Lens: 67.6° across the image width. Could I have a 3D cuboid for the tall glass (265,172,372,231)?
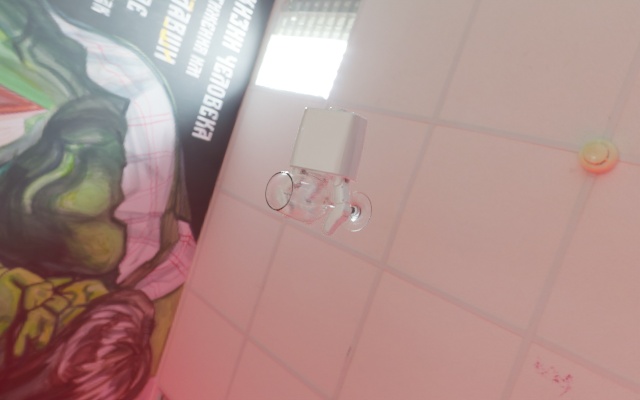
[{"bbox_3d":[0.001,0.003,0.812,0.079,0.079,0.201,0,-10,42],"label":"tall glass"}]
